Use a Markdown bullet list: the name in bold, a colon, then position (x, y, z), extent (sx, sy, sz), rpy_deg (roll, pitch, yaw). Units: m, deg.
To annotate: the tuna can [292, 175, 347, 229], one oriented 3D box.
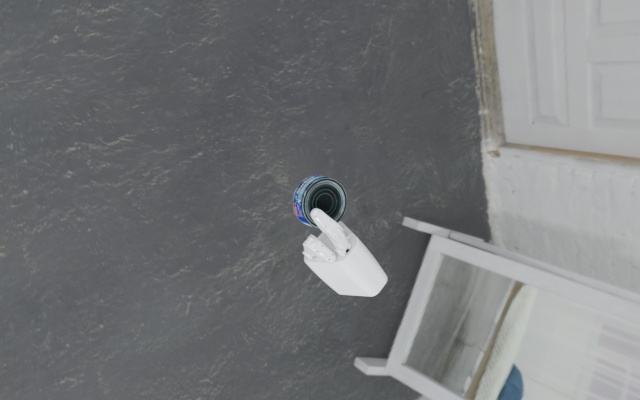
- **tuna can**: position (0.000, 0.003, 0.773), extent (0.086, 0.086, 0.033), rpy_deg (0, 8, -29)
